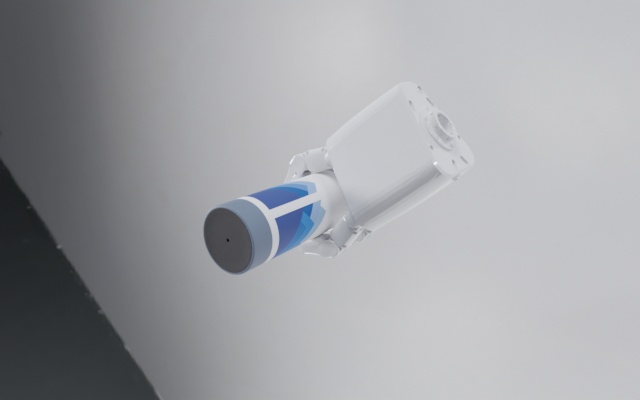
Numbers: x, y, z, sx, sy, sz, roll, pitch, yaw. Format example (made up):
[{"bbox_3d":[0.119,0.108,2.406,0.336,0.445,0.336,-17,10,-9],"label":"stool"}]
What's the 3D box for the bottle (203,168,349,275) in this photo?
[{"bbox_3d":[0.000,0.002,0.547,0.069,0.069,0.295,0,14,36],"label":"bottle"}]
